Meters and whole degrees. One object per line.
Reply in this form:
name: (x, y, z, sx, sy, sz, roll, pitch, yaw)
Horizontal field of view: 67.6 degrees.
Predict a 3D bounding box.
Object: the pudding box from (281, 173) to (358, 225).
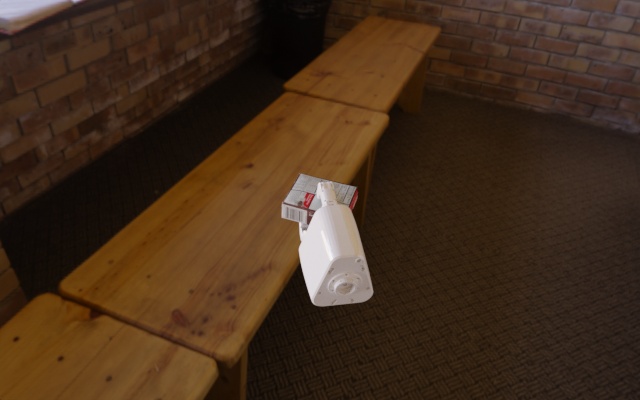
pudding box: (0.000, 0.003, 0.822, 0.113, 0.039, 0.090, 15, 42, 11)
